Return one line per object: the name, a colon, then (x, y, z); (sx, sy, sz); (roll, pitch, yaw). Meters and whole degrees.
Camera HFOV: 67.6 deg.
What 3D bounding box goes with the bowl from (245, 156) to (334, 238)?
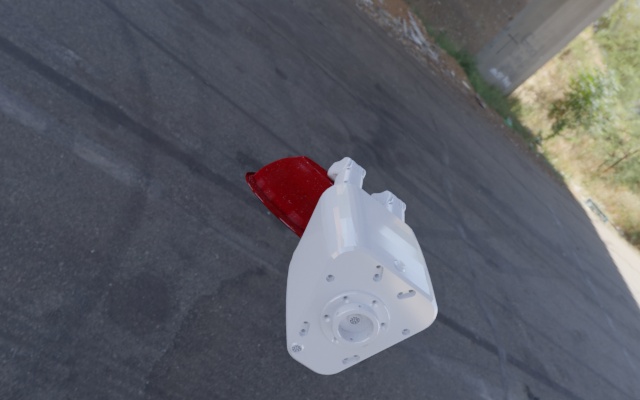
bowl: (0.000, 0.001, 0.512); (0.162, 0.055, 0.162); (38, 7, -6)
